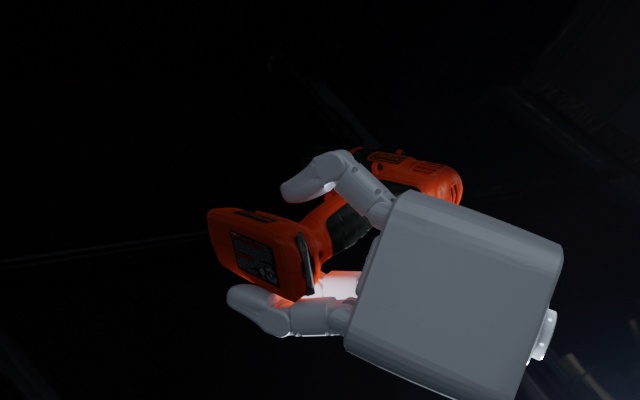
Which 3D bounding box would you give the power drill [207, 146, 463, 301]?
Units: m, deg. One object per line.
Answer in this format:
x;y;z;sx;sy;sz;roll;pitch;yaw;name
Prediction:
0.000;0.002;0.417;0.187;0.057;0.184;-30;30;-36;power drill
